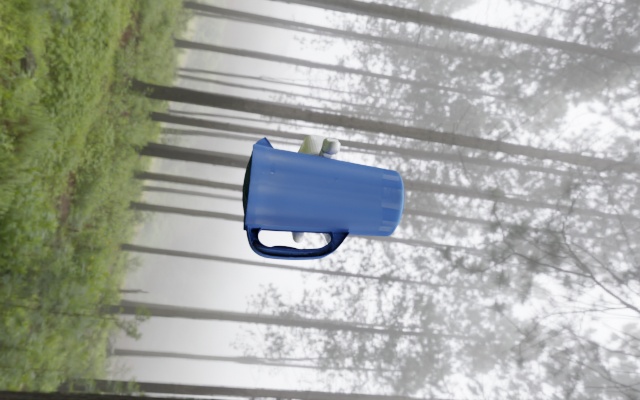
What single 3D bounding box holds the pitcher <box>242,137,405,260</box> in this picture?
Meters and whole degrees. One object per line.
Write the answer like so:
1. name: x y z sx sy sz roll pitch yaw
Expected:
1. pitcher: 0.000 0.002 0.743 0.243 0.149 0.145 7 26 -10
